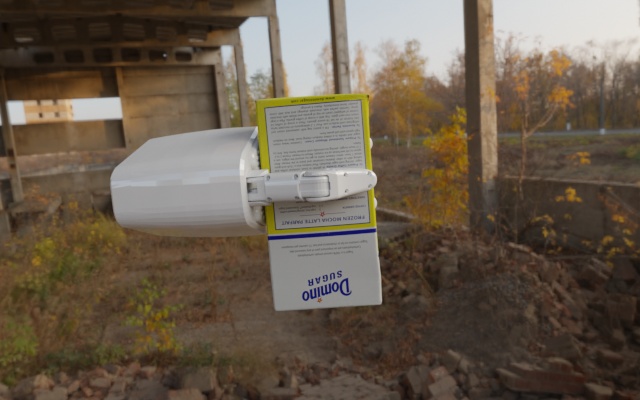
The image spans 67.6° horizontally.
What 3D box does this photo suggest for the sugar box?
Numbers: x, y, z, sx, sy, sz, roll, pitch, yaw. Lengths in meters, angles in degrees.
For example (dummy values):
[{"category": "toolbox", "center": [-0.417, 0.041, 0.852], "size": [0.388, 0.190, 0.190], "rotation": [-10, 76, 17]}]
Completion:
[{"category": "sugar box", "center": [0.000, 0.001, 0.407], "size": [0.093, 0.176, 0.048], "rotation": [-4, 8, 3]}]
